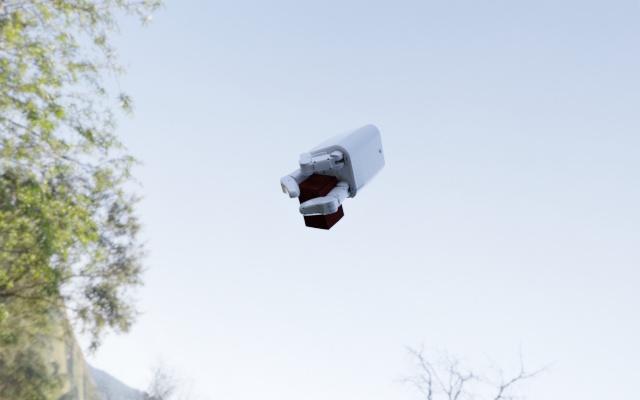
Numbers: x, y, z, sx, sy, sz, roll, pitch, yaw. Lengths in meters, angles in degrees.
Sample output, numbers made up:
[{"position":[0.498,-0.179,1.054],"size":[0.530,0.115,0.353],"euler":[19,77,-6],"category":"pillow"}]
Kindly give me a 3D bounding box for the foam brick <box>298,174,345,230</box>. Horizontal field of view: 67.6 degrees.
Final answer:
[{"position":[0.000,0.003,0.802],"size":[0.053,0.078,0.051],"euler":[9,35,37],"category":"foam brick"}]
